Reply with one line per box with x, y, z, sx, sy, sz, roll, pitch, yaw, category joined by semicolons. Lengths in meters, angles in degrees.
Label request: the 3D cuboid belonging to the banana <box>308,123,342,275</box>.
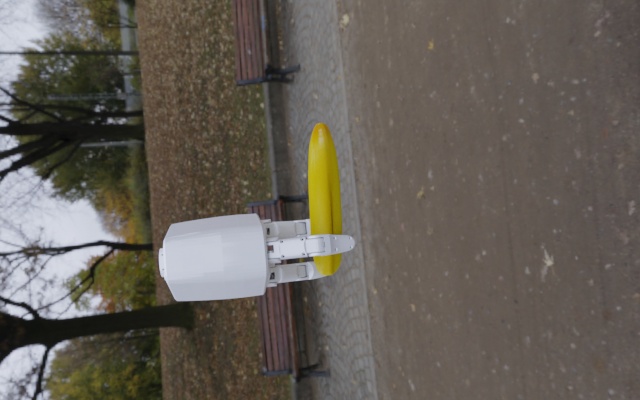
0.004;0.010;0.566;0.037;0.198;0.069;-5;17;-9;banana
